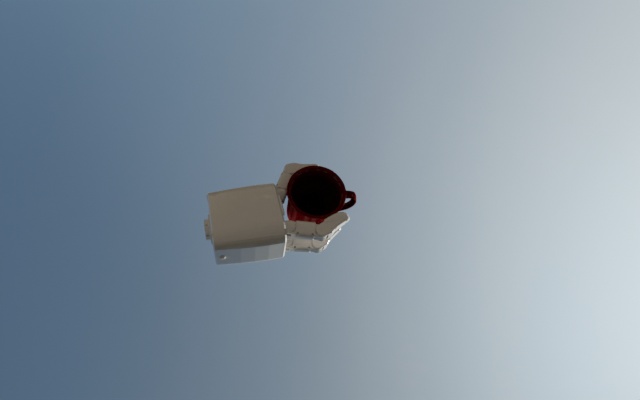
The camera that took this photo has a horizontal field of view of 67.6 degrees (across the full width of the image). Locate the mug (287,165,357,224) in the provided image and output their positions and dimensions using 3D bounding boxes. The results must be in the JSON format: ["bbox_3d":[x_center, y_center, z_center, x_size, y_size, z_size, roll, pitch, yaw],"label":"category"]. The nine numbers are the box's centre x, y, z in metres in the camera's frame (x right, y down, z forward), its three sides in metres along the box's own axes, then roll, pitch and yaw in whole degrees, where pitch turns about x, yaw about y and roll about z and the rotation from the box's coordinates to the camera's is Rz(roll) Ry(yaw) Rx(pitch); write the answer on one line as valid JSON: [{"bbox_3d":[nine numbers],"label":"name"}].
[{"bbox_3d":[0.001,0.002,0.773,0.117,0.093,0.081,-5,-25,-12],"label":"mug"}]
